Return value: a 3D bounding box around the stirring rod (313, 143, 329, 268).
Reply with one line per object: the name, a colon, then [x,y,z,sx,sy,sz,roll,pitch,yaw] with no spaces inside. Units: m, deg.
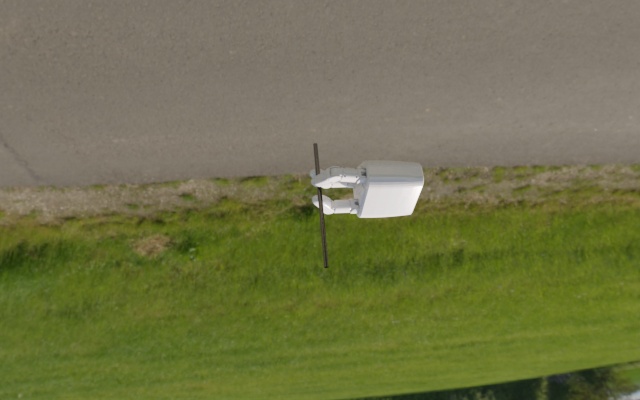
stirring rod: [0.000,0.003,0.848,0.011,0.239,0.011,-4,-25,-2]
